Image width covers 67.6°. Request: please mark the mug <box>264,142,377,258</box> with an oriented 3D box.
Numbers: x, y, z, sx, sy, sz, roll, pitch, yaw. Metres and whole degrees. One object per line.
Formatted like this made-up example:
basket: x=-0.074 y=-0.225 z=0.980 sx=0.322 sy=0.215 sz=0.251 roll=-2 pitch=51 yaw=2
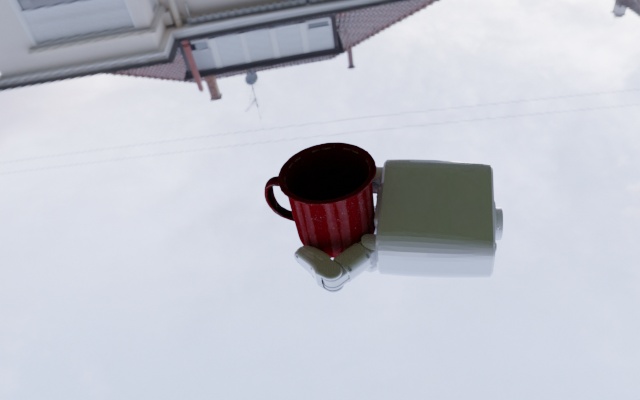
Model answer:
mug: x=-0.001 y=0.002 z=0.476 sx=0.117 sy=0.082 sz=0.093 roll=2 pitch=43 yaw=15
